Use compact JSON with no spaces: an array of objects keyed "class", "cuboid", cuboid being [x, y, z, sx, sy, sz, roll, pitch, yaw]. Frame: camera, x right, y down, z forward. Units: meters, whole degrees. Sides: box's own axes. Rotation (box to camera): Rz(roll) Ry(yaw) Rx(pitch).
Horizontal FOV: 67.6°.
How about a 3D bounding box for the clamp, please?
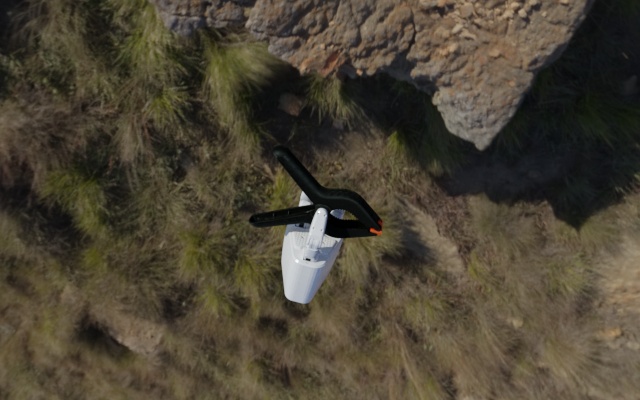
[{"class":"clamp","cuboid":[0.000,0.003,0.735,0.210,0.165,0.036,14,41,-2]}]
